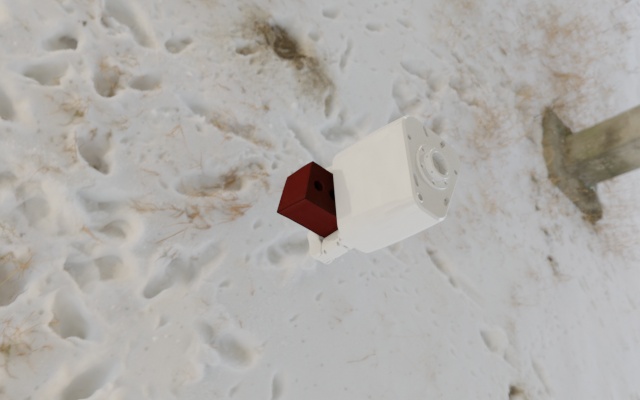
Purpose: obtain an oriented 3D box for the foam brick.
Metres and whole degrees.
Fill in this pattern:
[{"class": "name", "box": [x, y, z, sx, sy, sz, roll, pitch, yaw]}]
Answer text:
[{"class": "foam brick", "box": [0.000, 0.002, 0.544, 0.078, 0.053, 0.051, 30, -37, -27]}]
